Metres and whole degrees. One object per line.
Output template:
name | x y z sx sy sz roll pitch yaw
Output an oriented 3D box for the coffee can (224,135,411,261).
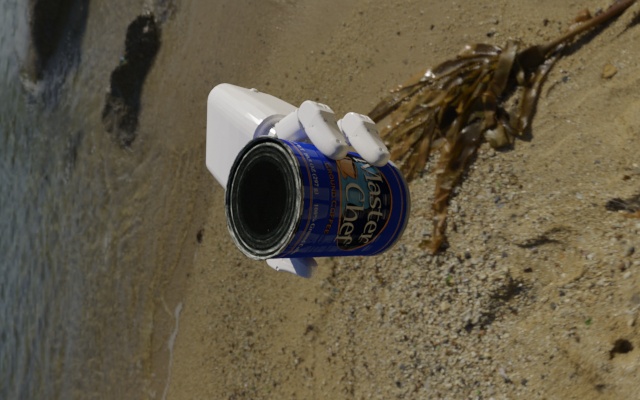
coffee can | 0.000 0.002 0.436 0.140 0.103 0.103 4 -3 -44
